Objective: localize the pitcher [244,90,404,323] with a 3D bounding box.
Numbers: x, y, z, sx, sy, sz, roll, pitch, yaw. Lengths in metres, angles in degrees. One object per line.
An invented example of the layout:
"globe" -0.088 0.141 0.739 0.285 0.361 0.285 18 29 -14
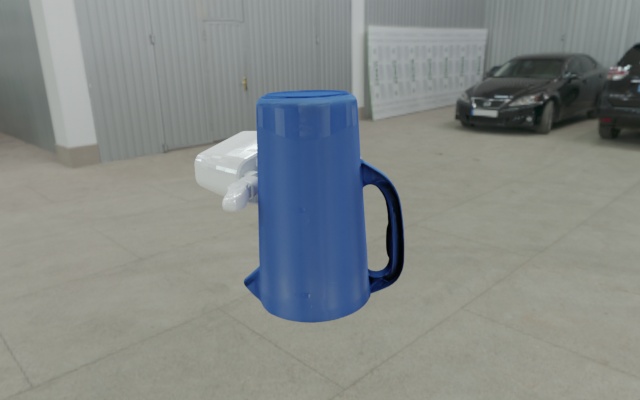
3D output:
"pitcher" 0.000 0.002 0.540 0.149 0.243 0.145 -17 23 -41
